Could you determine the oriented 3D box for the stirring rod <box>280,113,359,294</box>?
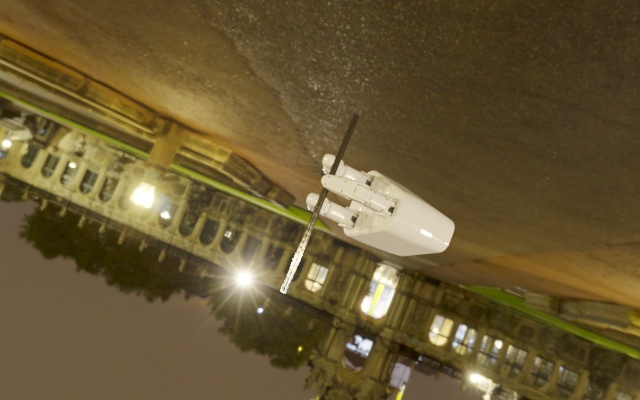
[{"bbox_3d":[0.000,0.002,0.596,0.011,0.239,0.011,22,-5,2],"label":"stirring rod"}]
